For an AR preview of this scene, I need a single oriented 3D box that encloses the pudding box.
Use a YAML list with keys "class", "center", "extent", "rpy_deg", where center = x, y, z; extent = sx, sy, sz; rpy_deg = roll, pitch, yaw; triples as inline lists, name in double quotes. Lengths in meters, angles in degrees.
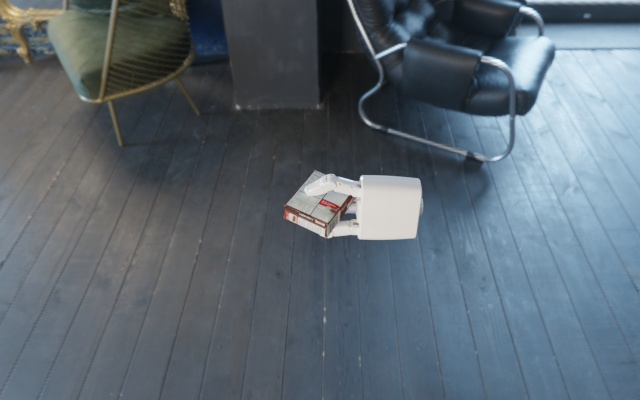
- class: "pudding box"
  center: [0.000, 0.003, 0.860]
  extent: [0.090, 0.039, 0.113]
  rpy_deg: [23, 48, 18]
